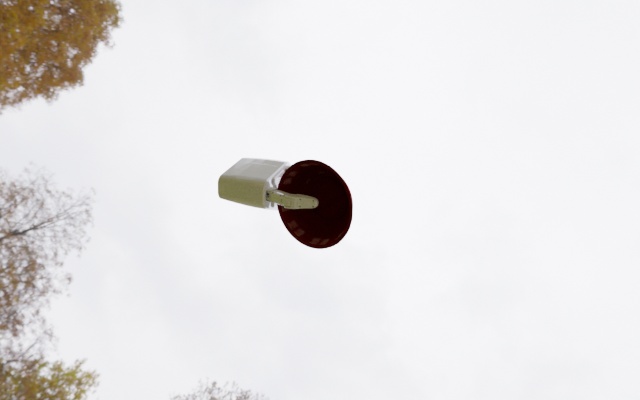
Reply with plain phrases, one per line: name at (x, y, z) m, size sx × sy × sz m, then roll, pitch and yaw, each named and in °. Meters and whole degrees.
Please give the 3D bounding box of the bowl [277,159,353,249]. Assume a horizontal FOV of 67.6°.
bowl at (0.001, 0.003, 0.860) m, size 0.162 × 0.162 × 0.055 m, roll 0°, pitch 12°, yaw 34°
